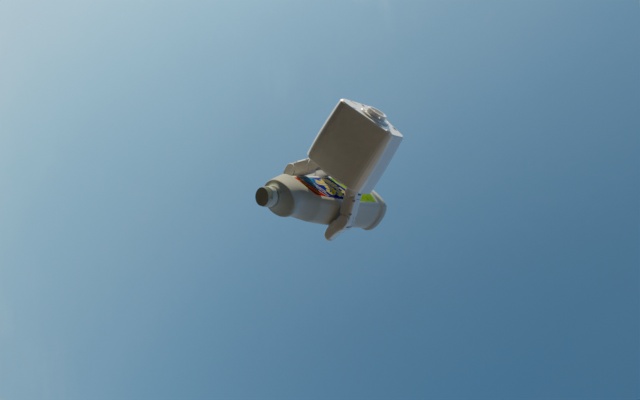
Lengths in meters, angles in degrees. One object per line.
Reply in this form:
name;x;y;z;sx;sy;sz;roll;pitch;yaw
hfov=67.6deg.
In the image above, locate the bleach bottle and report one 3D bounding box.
bleach bottle;0.000;0.003;0.783;0.251;0.068;0.102;2;38;-50
